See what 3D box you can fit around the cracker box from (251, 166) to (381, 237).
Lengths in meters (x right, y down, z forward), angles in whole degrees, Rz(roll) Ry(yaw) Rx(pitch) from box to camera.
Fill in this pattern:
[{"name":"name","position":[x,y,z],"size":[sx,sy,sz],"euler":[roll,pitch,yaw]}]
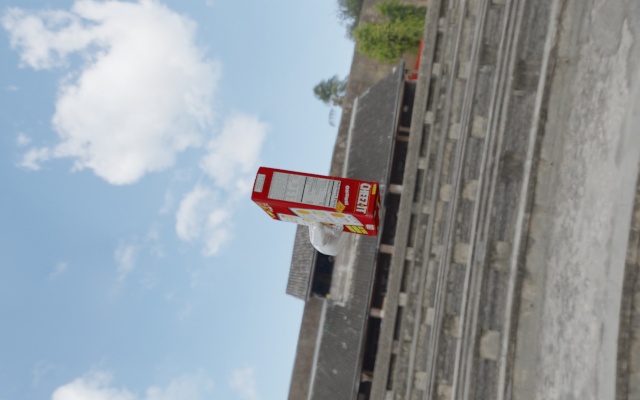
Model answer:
[{"name":"cracker box","position":[0.000,0.003,0.873],"size":[0.213,0.072,0.164],"euler":[8,-14,11]}]
